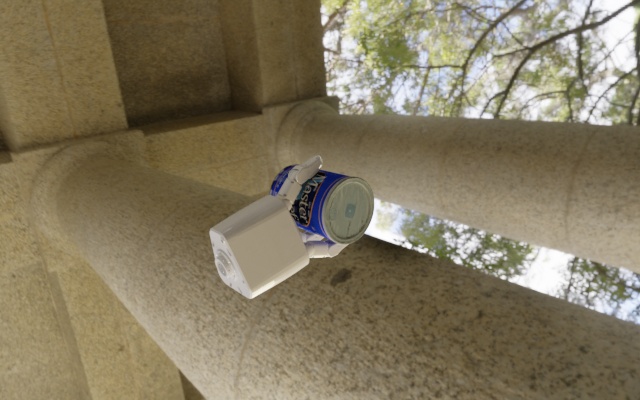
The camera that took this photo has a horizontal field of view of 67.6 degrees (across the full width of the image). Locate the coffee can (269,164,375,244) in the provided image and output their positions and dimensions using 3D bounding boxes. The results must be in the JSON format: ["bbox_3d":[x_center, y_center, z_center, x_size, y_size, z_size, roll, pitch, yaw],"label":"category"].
[{"bbox_3d":[0.000,0.002,0.757,0.103,0.103,0.140,0,11,-41],"label":"coffee can"}]
